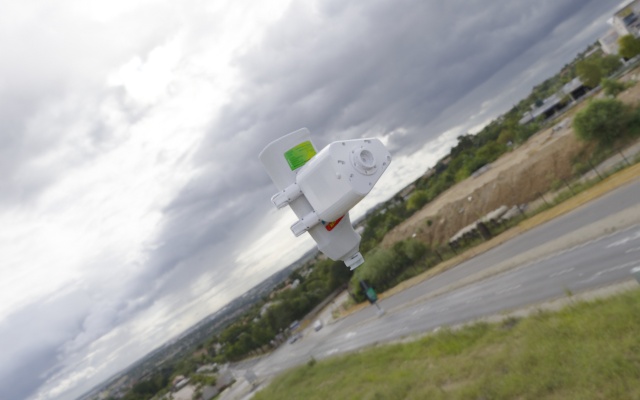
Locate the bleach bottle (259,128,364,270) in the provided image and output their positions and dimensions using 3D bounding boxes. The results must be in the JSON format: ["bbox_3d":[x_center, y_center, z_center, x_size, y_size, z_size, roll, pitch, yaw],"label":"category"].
[{"bbox_3d":[0.000,0.003,0.824,0.102,0.251,0.068,-31,-5,-36],"label":"bleach bottle"}]
